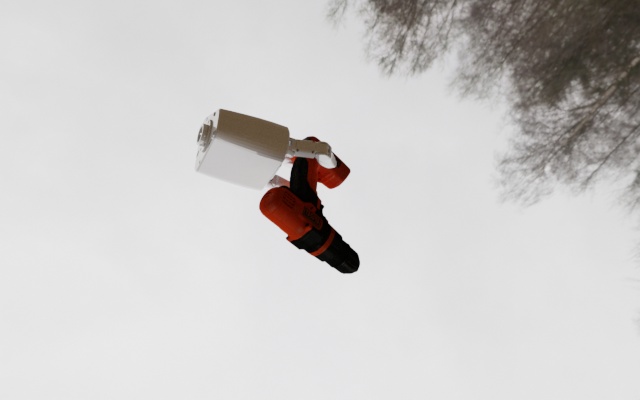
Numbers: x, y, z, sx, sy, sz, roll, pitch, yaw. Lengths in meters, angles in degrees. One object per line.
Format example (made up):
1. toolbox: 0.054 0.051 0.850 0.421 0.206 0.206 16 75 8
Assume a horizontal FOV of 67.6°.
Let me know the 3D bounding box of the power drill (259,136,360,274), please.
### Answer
1. power drill: 0.000 0.002 0.732 0.057 0.187 0.184 -31 -60 32
